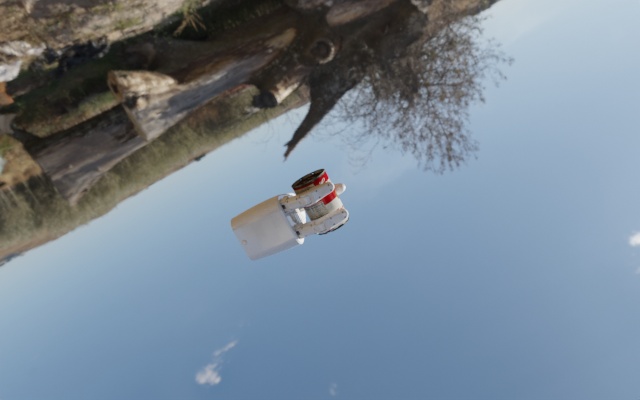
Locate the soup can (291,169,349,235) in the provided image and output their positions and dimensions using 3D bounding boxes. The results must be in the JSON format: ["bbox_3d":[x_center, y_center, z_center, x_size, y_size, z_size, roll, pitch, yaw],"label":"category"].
[{"bbox_3d":[0.001,0.003,0.865,0.068,0.102,0.068,-26,14,7],"label":"soup can"}]
